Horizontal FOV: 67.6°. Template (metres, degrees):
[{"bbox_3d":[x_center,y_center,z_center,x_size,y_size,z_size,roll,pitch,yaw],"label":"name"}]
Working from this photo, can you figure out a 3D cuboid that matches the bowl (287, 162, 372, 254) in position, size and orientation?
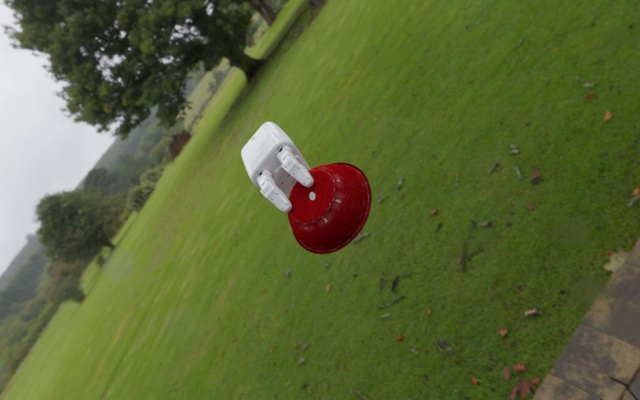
[{"bbox_3d":[0.001,0.003,0.770,0.162,0.162,0.055,0,-20,38],"label":"bowl"}]
